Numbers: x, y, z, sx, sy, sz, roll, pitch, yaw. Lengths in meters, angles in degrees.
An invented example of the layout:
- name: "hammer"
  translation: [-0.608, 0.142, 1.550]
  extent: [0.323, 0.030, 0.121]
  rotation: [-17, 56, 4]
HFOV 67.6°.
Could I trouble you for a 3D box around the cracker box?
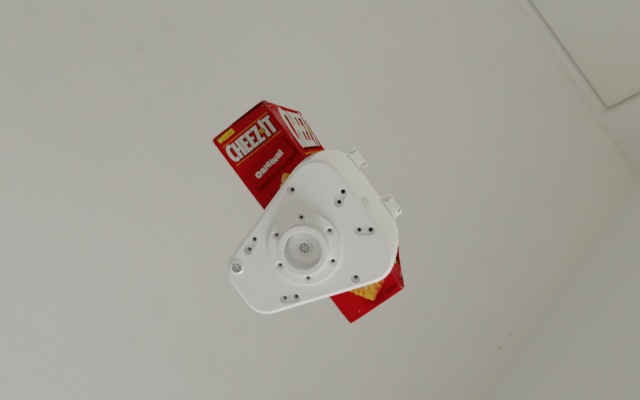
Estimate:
- name: "cracker box"
  translation: [0.000, 0.002, 0.509]
  extent: [0.072, 0.213, 0.164]
  rotation: [-36, 1, 10]
